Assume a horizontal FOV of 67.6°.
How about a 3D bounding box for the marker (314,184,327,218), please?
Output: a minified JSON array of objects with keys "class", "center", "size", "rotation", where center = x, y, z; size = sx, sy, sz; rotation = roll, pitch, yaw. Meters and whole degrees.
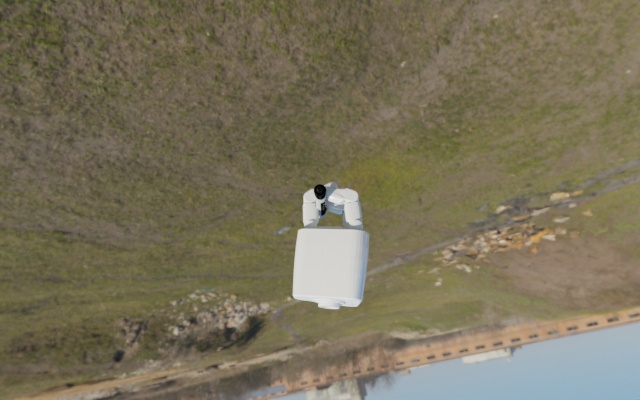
[{"class":"marker","center":[0.000,0.002,0.752],"size":[0.020,0.020,0.121],"rotation":[0,-19,1]}]
